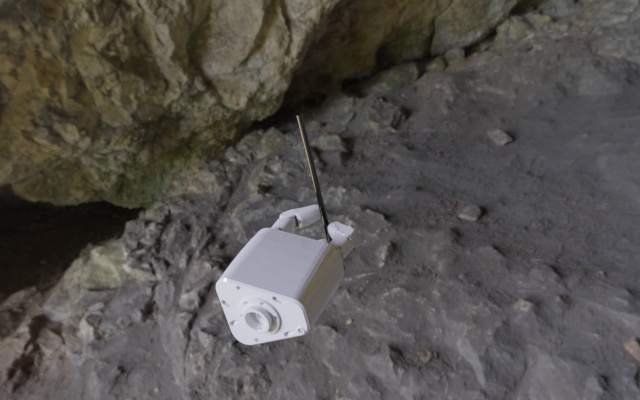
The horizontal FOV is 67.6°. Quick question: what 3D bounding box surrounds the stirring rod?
[{"bbox_3d":[0.000,0.002,0.633,0.011,0.240,0.011,-12,23,5],"label":"stirring rod"}]
